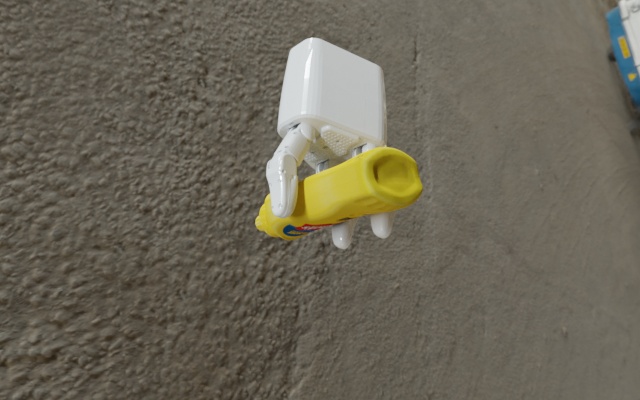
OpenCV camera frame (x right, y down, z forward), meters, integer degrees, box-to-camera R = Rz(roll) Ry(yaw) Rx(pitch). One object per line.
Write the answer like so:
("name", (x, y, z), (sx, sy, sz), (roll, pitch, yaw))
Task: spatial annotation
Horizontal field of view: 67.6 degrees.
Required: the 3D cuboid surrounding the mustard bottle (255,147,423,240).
("mustard bottle", (0.000, 0.002, 0.489), (0.192, 0.058, 0.096), (-19, -8, 40))
